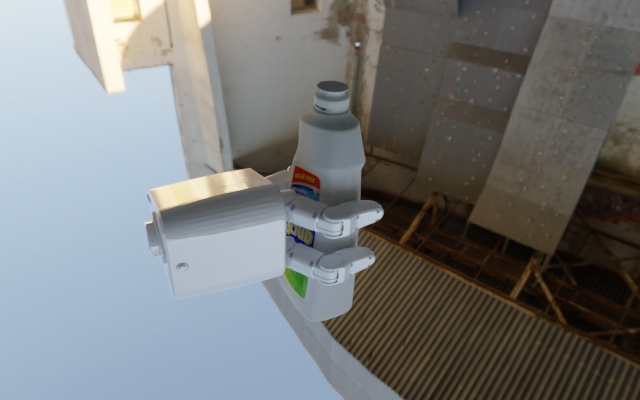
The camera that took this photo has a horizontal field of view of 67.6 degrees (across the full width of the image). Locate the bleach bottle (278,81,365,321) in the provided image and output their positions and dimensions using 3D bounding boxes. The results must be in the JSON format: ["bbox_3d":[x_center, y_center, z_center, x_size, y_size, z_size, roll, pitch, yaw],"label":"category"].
[{"bbox_3d":[0.000,0.002,0.486,0.068,0.251,0.102,-13,37,-24],"label":"bleach bottle"}]
